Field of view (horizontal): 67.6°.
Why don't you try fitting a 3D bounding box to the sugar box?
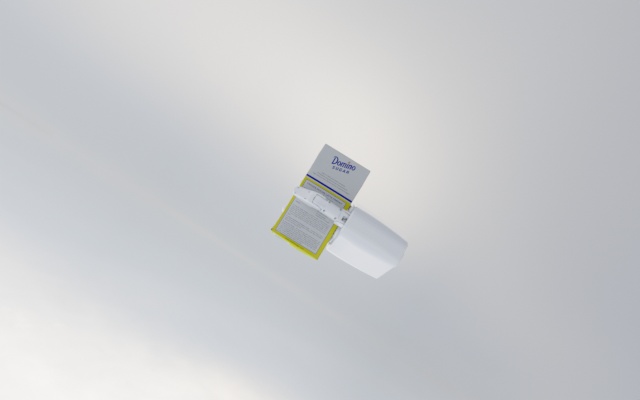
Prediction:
[{"bbox_3d":[0.000,0.003,0.809,0.093,0.176,0.048,32,-10,0],"label":"sugar box"}]
